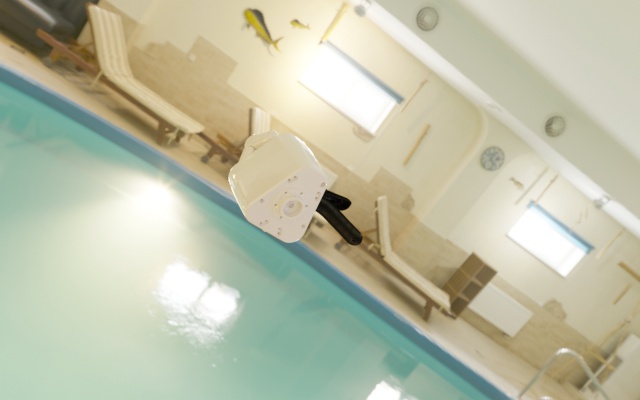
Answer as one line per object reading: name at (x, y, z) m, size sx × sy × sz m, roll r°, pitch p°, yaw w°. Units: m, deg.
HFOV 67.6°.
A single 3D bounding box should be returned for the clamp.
clamp at (0.000, 0.002, 0.741) m, size 0.171 × 0.039 × 0.120 m, roll 30°, pitch 17°, yaw -32°
